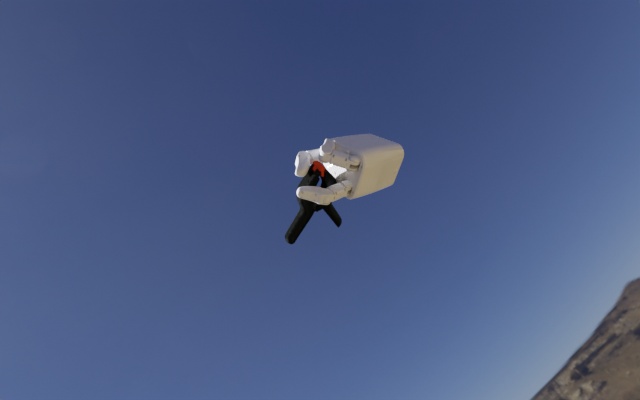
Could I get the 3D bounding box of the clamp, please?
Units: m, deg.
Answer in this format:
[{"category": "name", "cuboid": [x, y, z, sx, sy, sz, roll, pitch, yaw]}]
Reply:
[{"category": "clamp", "cuboid": [0.000, 0.002, 0.876, 0.120, 0.172, 0.039, -16, 47, -36]}]
